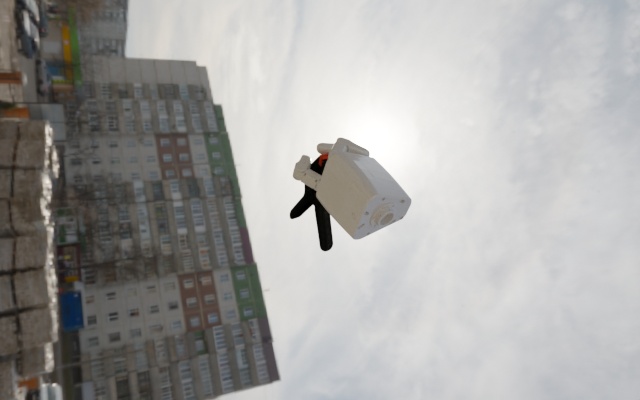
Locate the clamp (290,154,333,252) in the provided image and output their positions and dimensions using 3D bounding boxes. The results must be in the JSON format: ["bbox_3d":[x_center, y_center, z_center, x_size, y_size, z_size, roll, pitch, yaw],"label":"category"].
[{"bbox_3d":[0.001,0.002,0.838,0.039,0.172,0.120,-19,52,-38],"label":"clamp"}]
